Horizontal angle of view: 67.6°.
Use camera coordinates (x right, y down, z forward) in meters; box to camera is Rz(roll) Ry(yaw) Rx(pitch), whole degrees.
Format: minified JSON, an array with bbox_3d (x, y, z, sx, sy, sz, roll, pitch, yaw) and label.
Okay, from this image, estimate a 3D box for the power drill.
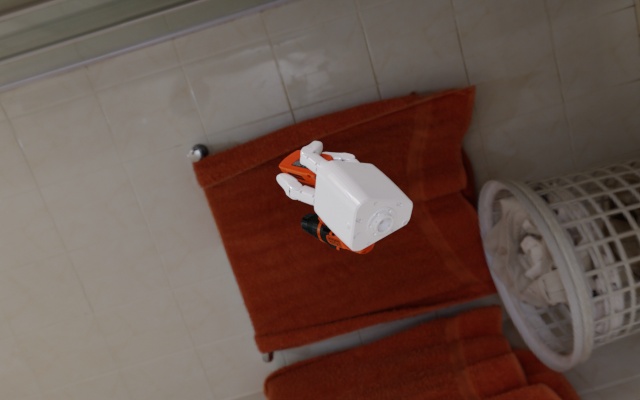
[{"bbox_3d":[0.000,0.002,0.843,0.057,0.188,0.184,-44,33,-25],"label":"power drill"}]
